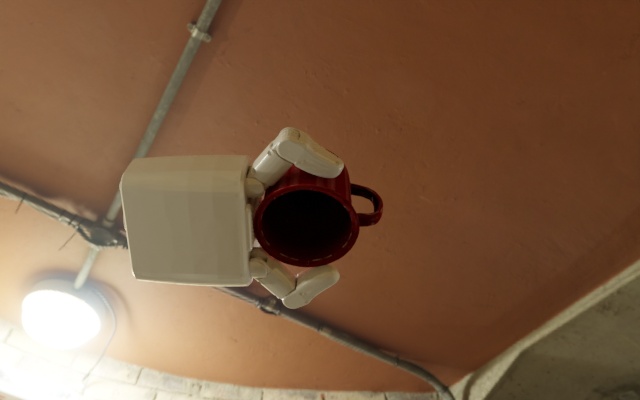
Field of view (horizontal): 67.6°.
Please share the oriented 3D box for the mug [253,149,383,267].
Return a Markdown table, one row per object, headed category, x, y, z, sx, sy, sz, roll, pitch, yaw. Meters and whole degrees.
| category | x | y | z | sx | sy | sz | roll | pitch | yaw |
| --- | --- | --- | --- | --- | --- | --- | --- | --- | --- |
| mug | 0.002 | 0.001 | 0.448 | 0.117 | 0.093 | 0.081 | 0 | 36 | 1 |
